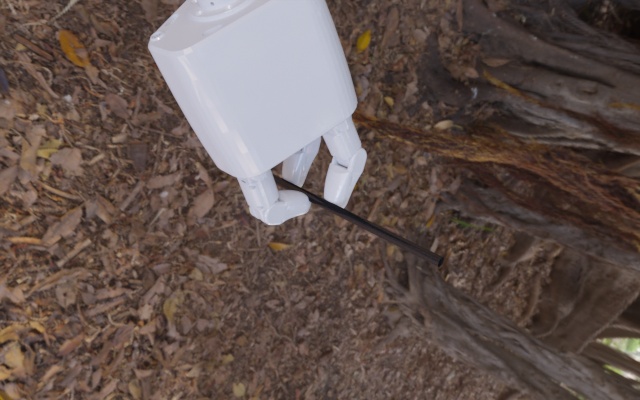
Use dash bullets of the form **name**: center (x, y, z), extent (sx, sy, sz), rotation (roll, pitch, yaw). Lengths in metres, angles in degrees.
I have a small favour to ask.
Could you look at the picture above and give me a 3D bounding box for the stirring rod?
- **stirring rod**: center (0.000, 0.001, 0.416), extent (0.239, 0.011, 0.011), rotation (26, 16, 36)
